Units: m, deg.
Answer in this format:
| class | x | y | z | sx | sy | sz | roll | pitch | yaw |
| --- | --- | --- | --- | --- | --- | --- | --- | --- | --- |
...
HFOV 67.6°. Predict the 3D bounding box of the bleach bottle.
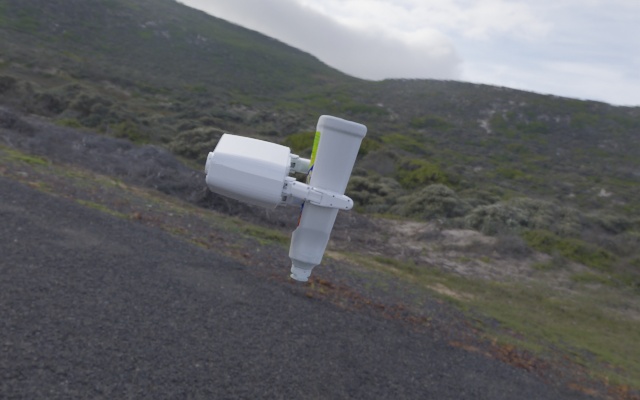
| class | x | y | z | sx | sy | sz | roll | pitch | yaw |
| --- | --- | --- | --- | --- | --- | --- | --- | --- | --- |
| bleach bottle | 0.000 | 0.002 | 0.717 | 0.068 | 0.251 | 0.102 | 14 | 8 | -7 |
